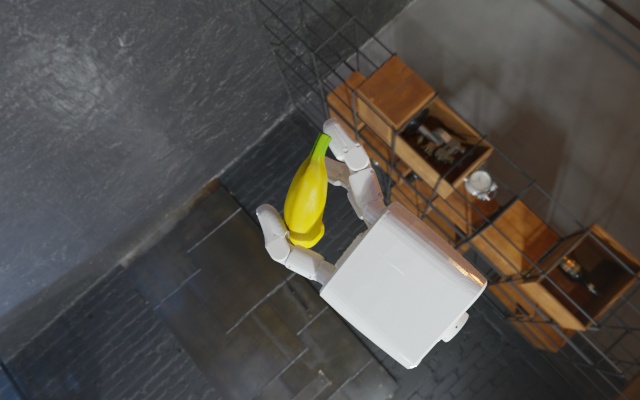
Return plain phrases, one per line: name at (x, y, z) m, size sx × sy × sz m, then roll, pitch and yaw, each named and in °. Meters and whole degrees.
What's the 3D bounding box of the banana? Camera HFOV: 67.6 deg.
banana at (-0.011, 0.013, 0.493) m, size 0.037 × 0.069 × 0.198 m, roll 34°, pitch -24°, yaw 12°
